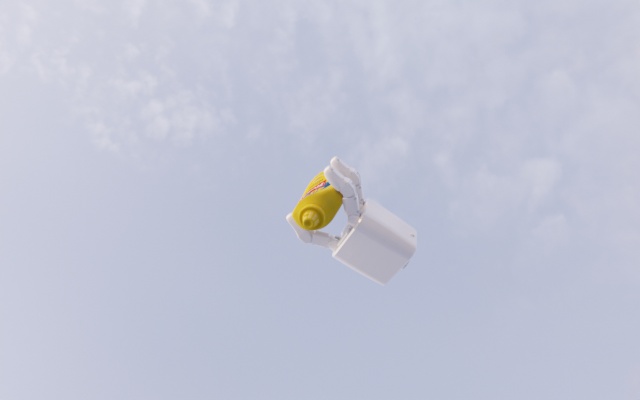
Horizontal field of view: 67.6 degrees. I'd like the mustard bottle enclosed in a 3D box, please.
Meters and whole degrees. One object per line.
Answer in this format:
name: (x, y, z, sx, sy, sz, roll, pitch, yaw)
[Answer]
mustard bottle: (0.000, 0.002, 0.804, 0.096, 0.058, 0.191, -32, 12, 20)
